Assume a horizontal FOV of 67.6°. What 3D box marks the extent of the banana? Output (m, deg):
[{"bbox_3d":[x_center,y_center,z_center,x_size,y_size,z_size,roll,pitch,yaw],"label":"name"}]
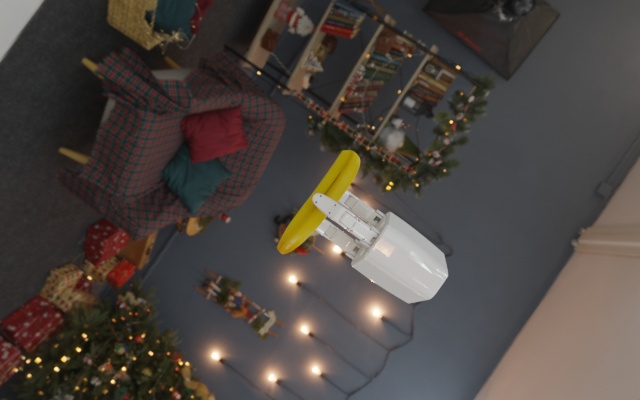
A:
[{"bbox_3d":[0.007,-0.006,0.673,0.037,0.197,0.070,36,-26,-3],"label":"banana"}]
